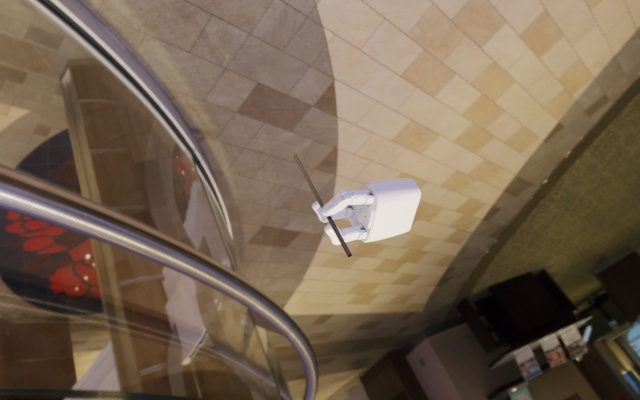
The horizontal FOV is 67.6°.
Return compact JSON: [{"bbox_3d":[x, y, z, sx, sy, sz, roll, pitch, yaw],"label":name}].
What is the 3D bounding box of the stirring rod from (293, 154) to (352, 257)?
[{"bbox_3d":[0.000,0.003,0.861,0.011,0.239,0.011,-20,-33,-14],"label":"stirring rod"}]
